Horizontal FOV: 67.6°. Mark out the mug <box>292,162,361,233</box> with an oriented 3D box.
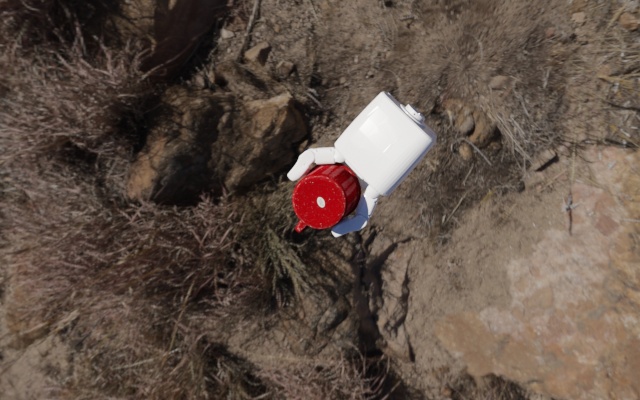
[{"bbox_3d":[-0.001,0.003,0.710,0.093,0.117,0.081,42,20,2],"label":"mug"}]
